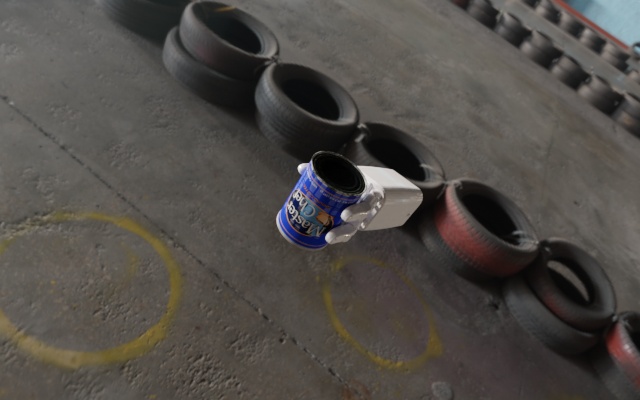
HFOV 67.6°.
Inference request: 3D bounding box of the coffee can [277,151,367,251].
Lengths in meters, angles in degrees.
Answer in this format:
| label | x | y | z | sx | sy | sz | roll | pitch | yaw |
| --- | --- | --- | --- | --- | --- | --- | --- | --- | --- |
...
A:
| label | x | y | z | sx | sy | sz | roll | pitch | yaw |
| --- | --- | --- | --- | --- | --- | --- | --- | --- | --- |
| coffee can | 0.000 | 0.003 | 0.806 | 0.103 | 0.102 | 0.140 | 0 | -43 | -37 |
